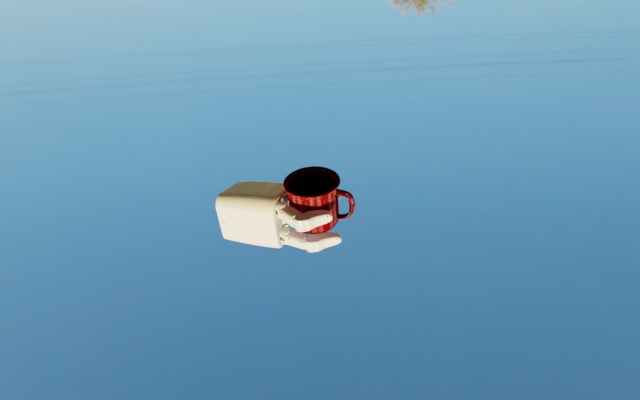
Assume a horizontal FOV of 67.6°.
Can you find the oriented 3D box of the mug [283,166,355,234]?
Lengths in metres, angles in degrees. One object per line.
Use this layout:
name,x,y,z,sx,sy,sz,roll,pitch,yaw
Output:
mug,0.002,0.003,0.790,0.117,0.082,0.093,6,37,15
